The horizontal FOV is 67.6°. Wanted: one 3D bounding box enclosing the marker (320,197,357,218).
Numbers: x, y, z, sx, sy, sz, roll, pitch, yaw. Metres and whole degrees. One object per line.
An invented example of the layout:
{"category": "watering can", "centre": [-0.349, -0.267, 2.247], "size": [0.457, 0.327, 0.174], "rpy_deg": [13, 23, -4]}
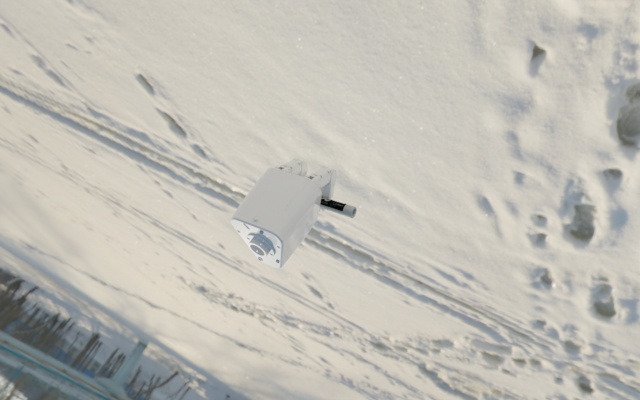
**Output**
{"category": "marker", "centre": [0.000, 0.002, 0.761], "size": [0.121, 0.020, 0.020], "rpy_deg": [18, 8, 26]}
